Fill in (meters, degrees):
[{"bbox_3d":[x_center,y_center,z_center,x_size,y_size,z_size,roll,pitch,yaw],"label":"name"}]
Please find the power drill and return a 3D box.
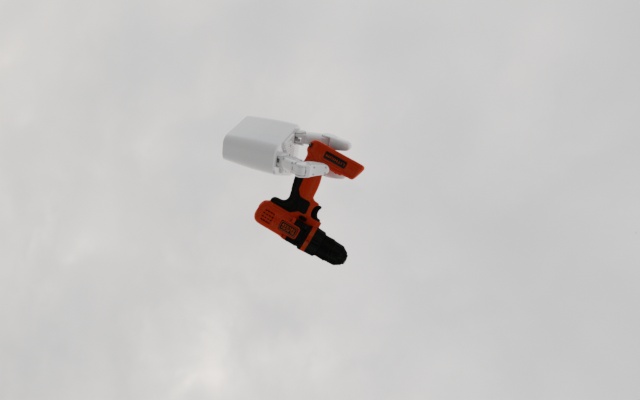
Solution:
[{"bbox_3d":[0.000,0.002,0.847,0.184,0.187,0.057,30,5,-3],"label":"power drill"}]
